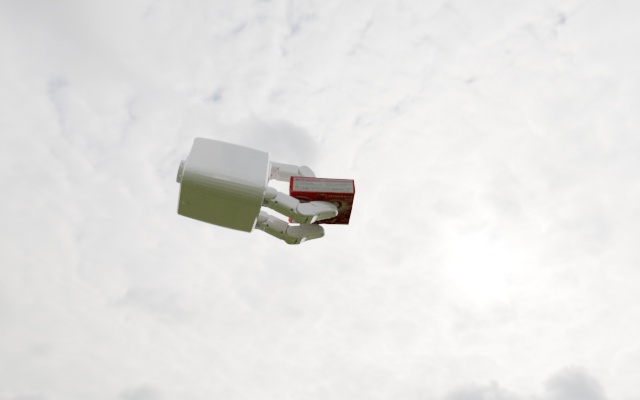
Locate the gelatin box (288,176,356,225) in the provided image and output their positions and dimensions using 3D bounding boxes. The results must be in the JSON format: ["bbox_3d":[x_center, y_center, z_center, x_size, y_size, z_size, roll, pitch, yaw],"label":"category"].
[{"bbox_3d":[0.000,0.002,0.662,0.089,0.030,0.073,2,-39,-4],"label":"gelatin box"}]
